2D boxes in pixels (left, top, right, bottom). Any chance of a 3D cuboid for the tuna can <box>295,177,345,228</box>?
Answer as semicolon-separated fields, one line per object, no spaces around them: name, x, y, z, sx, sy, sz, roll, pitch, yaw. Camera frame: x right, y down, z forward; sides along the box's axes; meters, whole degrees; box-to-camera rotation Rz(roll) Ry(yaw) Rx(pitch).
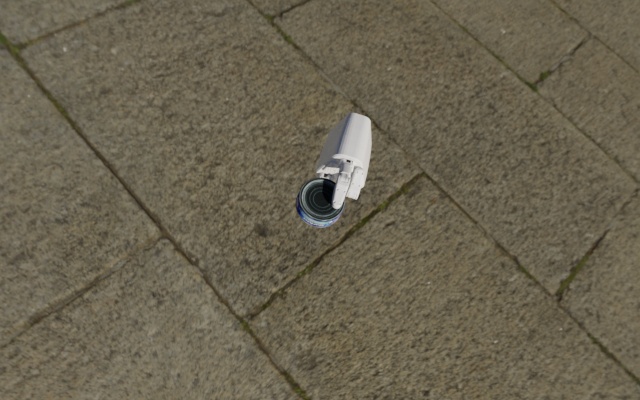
tuna can;0.000;0.003;0.851;0.086;0.086;0.034;0;-22;-13
